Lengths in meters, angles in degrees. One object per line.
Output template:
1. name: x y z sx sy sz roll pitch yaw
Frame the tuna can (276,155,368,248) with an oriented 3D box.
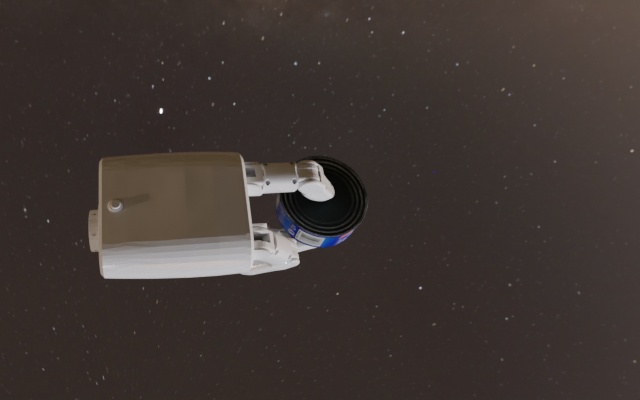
1. tuna can: 0.000 0.002 0.464 0.086 0.086 0.034 0 -26 -16
